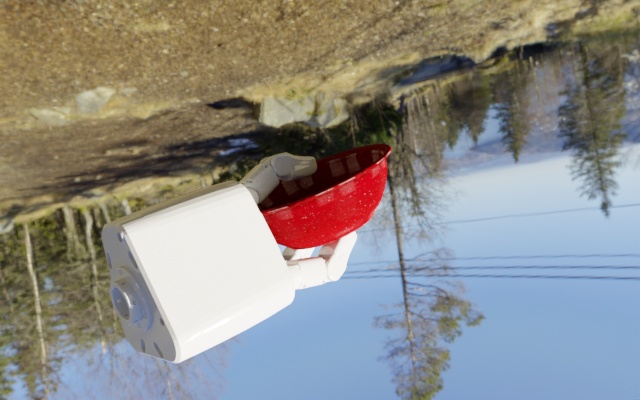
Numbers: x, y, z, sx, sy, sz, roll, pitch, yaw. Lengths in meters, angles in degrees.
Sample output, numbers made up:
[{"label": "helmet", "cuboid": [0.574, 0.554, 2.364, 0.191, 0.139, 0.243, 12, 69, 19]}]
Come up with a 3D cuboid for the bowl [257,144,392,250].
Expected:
[{"label": "bowl", "cuboid": [0.001, 0.001, 0.460, 0.162, 0.055, 0.162, -22, 13, 6]}]
